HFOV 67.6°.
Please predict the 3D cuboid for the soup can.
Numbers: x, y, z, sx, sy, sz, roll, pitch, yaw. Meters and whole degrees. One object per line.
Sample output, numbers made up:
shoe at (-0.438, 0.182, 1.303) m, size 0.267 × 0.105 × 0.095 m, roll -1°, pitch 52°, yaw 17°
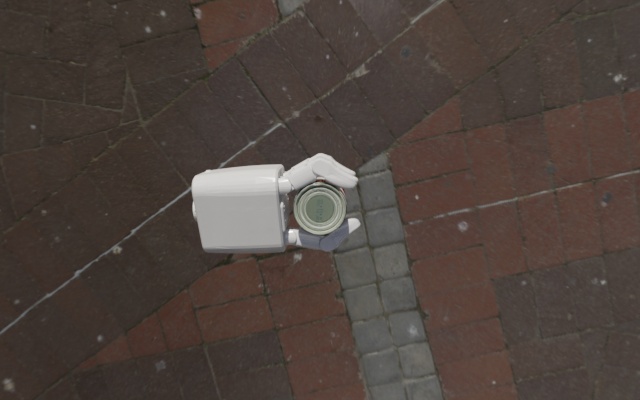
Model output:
soup can at (0.001, 0.002, 0.631) m, size 0.068 × 0.068 × 0.102 m, roll 0°, pitch 10°, yaw 1°
